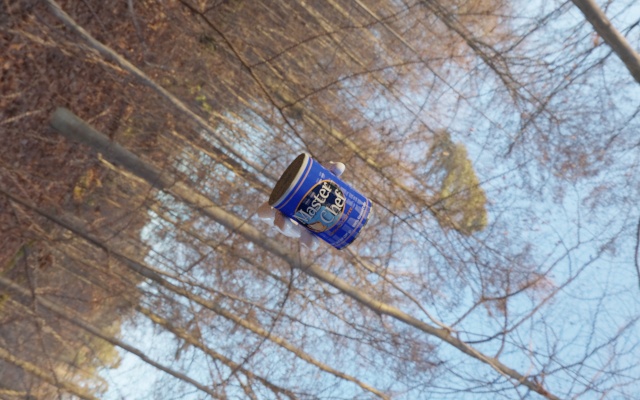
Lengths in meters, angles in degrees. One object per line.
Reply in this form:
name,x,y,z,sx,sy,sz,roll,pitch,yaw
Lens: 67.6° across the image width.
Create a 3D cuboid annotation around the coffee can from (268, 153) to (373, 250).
coffee can,0.000,0.002,0.789,0.140,0.103,0.103,35,-11,-16
